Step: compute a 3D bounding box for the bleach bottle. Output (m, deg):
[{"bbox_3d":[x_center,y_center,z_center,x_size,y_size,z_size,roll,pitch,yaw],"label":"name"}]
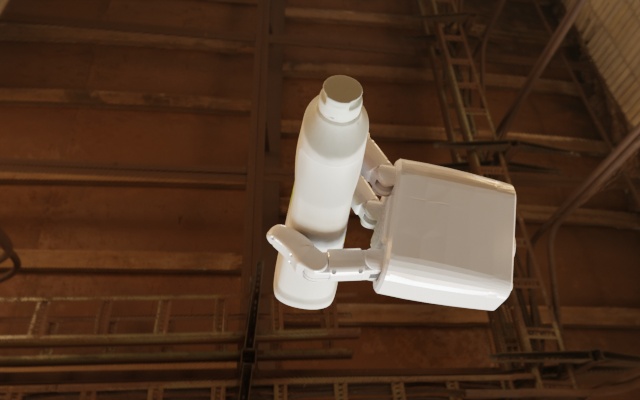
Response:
[{"bbox_3d":[0.000,0.001,0.428,0.068,0.102,0.251,9,-36,-2],"label":"bleach bottle"}]
